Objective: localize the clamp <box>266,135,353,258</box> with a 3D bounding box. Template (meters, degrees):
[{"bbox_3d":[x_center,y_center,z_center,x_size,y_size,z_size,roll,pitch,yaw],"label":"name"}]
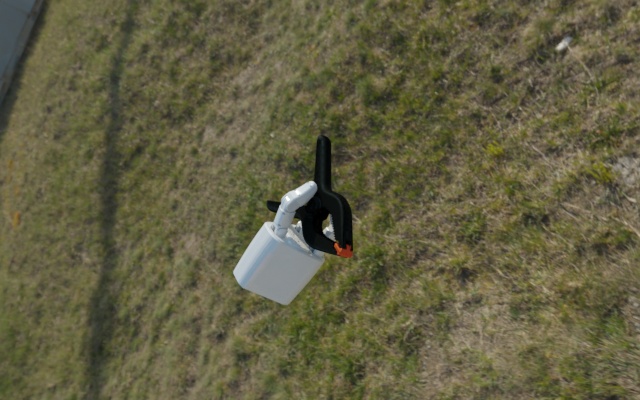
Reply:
[{"bbox_3d":[0.000,0.003,0.752,0.036,0.164,0.210,20,22,-42],"label":"clamp"}]
